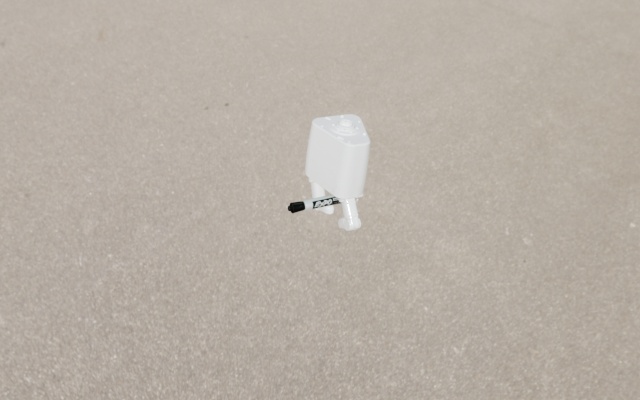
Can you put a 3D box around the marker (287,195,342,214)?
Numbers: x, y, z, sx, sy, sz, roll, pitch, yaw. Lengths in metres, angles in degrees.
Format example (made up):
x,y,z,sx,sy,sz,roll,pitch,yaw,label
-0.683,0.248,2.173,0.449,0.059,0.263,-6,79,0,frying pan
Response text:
x,y,z,sx,sy,sz,roll,pitch,yaw,label
0.000,0.003,0.825,0.121,0.020,0.020,-11,4,-23,marker
